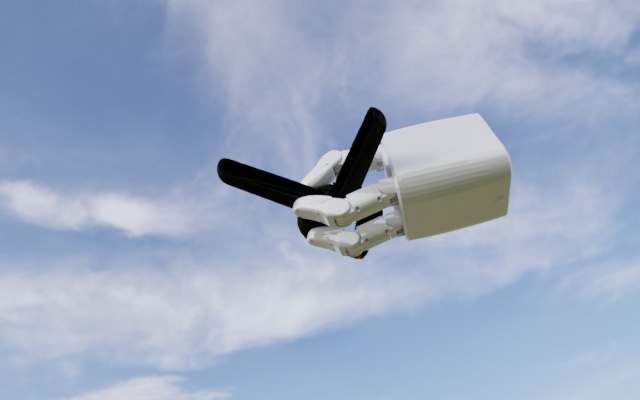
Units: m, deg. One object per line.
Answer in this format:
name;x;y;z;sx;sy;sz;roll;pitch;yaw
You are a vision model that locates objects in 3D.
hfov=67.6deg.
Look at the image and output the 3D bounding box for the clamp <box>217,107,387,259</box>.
clamp;0.000;0.001;0.503;0.164;0.036;0.210;-12;-40;8
